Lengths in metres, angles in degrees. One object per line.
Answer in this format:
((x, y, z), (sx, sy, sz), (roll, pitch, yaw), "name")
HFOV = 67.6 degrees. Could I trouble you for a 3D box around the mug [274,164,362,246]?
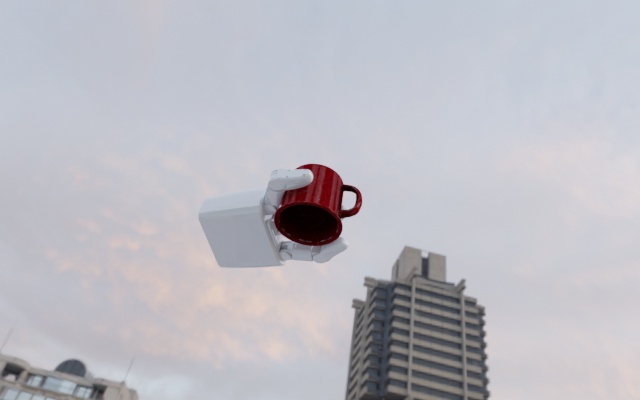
((0.001, 0.002, 0.659), (0.117, 0.081, 0.093), (-6, -44, 18), "mug")
